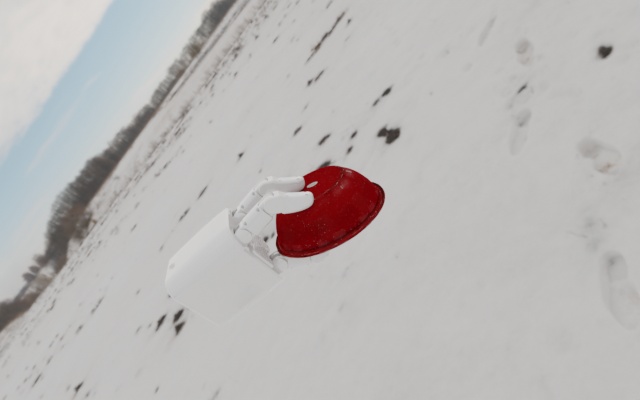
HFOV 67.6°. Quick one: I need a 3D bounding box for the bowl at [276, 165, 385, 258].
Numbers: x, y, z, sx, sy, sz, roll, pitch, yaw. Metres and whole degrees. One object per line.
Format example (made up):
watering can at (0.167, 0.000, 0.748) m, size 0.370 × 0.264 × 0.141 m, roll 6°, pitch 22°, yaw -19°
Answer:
bowl at (0.001, 0.001, 0.622) m, size 0.162 × 0.055 × 0.162 m, roll -24°, pitch 24°, yaw 11°
